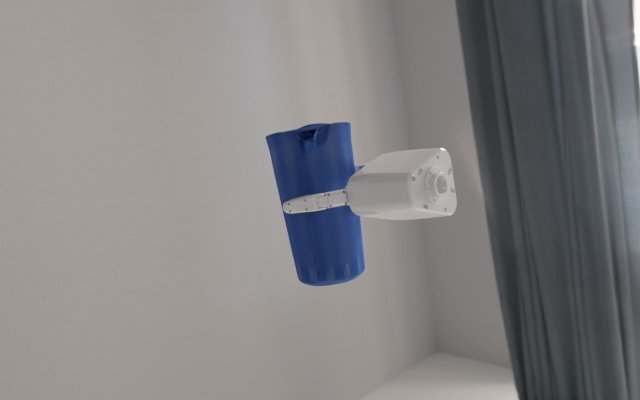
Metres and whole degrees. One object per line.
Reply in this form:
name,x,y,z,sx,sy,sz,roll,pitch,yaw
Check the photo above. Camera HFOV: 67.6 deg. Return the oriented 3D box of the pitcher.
pitcher,0.000,0.002,0.757,0.149,0.243,0.145,-13,6,-44
